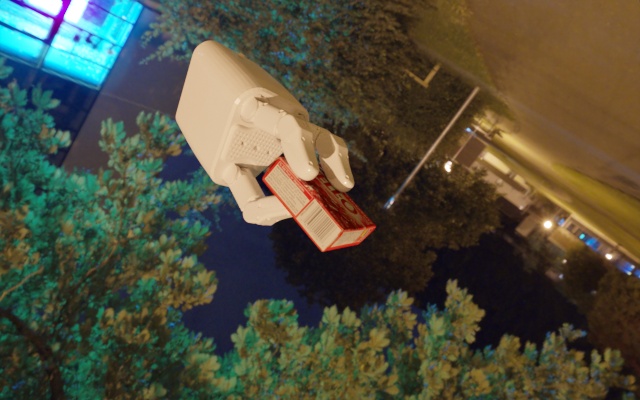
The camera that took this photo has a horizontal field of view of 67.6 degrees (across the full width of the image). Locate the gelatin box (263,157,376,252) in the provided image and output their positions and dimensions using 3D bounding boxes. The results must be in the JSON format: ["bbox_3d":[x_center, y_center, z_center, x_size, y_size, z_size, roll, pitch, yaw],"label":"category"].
[{"bbox_3d":[0.000,0.002,0.426,0.030,0.089,0.073,-48,-20,19],"label":"gelatin box"}]
